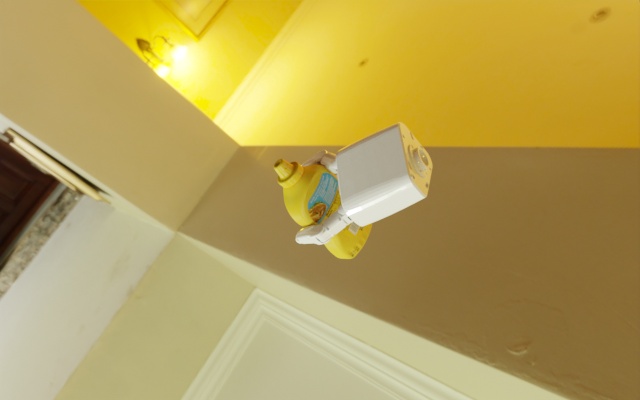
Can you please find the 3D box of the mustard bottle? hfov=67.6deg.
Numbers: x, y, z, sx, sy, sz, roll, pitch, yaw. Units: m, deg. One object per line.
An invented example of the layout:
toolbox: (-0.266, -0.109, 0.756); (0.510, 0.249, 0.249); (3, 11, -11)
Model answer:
mustard bottle: (0.000, 0.003, 0.725); (0.058, 0.096, 0.192); (-3, -37, 48)
